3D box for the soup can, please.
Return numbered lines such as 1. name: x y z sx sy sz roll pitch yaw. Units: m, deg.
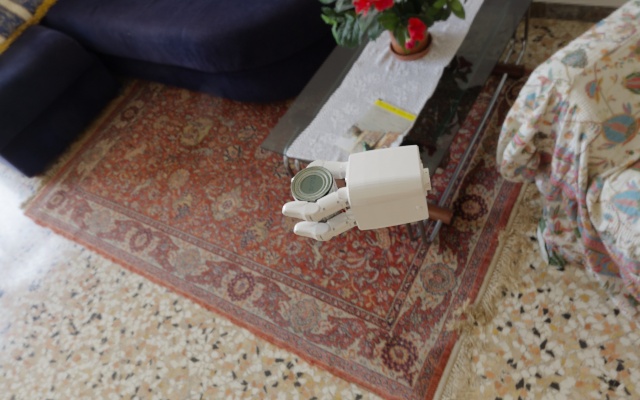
1. soup can: 0.000 0.002 0.747 0.068 0.068 0.102 0 -34 19
